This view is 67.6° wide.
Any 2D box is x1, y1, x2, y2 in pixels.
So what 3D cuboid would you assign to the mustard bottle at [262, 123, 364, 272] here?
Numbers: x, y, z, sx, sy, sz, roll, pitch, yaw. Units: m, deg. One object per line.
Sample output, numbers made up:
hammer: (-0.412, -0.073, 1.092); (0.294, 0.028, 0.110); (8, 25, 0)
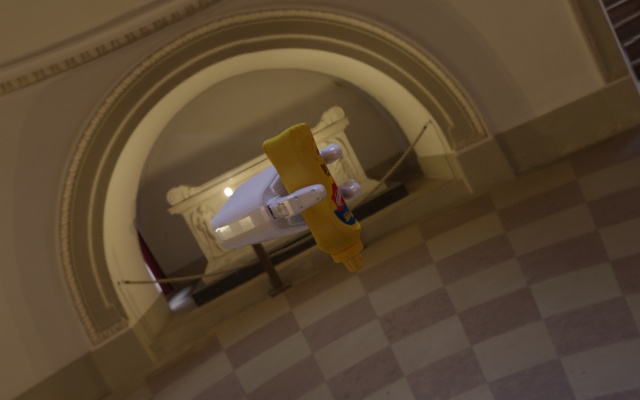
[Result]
mustard bottle: (0.000, 0.002, 0.585); (0.058, 0.191, 0.096); (-27, 7, 12)
